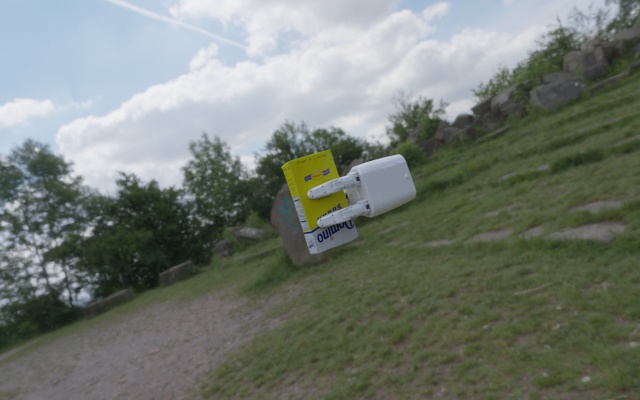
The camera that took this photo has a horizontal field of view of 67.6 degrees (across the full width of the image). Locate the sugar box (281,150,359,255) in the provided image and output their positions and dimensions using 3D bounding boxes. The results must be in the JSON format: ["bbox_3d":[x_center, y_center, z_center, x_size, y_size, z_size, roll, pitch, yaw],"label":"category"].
[{"bbox_3d":[0.000,0.003,0.890,0.093,0.176,0.048,-20,-1,-25],"label":"sugar box"}]
